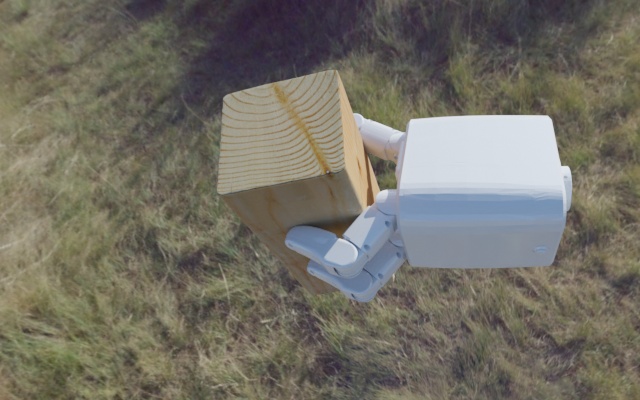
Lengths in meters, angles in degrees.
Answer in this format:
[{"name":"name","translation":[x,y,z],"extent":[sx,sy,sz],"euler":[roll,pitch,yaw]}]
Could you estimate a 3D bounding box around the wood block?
[{"name":"wood block","translation":[0.000,0.001,0.408],"extent":[0.090,0.090,0.206],"euler":[-10,-32,12]}]
